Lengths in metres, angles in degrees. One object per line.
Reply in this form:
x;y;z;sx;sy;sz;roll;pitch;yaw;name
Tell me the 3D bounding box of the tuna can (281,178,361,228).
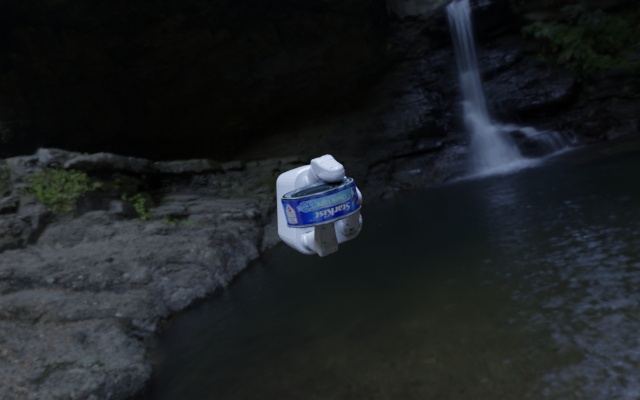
0.000;0.001;0.530;0.086;0.034;0.086;-14;10;2;tuna can
